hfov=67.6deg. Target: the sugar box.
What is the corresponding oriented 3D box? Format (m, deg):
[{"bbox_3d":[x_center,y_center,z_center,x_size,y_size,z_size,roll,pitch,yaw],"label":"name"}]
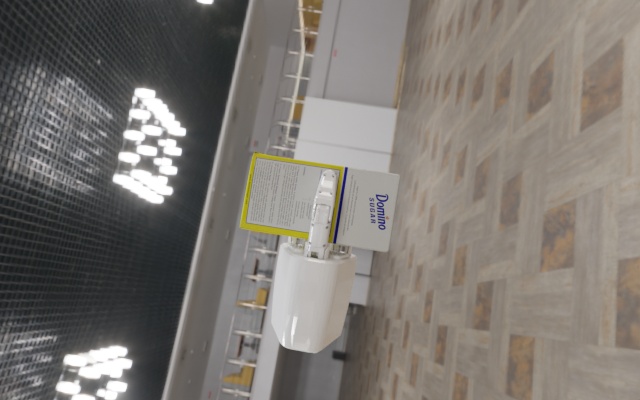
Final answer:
[{"bbox_3d":[0.000,0.002,0.570,0.176,0.093,0.048,10,-1,1],"label":"sugar box"}]
